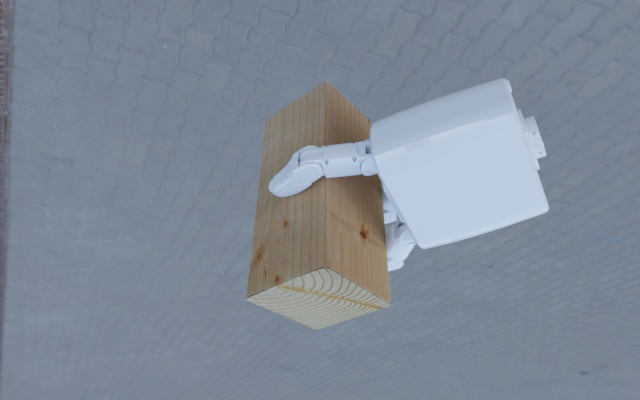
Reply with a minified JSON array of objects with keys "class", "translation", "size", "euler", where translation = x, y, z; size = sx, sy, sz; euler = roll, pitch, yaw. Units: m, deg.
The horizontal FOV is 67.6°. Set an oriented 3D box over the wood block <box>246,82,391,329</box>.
[{"class":"wood block","translation":[0.000,0.001,0.456],"size":[0.090,0.206,0.091],"euler":[-27,-44,32]}]
